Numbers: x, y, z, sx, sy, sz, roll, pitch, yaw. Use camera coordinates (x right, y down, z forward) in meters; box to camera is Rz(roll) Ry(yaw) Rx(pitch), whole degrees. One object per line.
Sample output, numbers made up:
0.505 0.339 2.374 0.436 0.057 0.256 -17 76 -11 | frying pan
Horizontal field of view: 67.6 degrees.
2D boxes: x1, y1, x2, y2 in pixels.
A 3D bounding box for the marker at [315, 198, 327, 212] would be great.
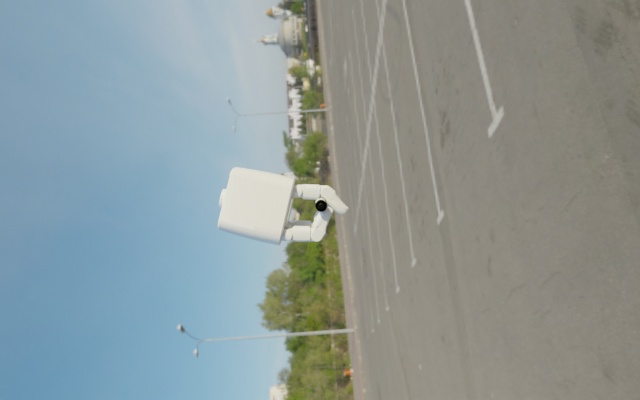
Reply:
0.000 0.003 0.807 0.020 0.020 0.121 0 7 -1 | marker
